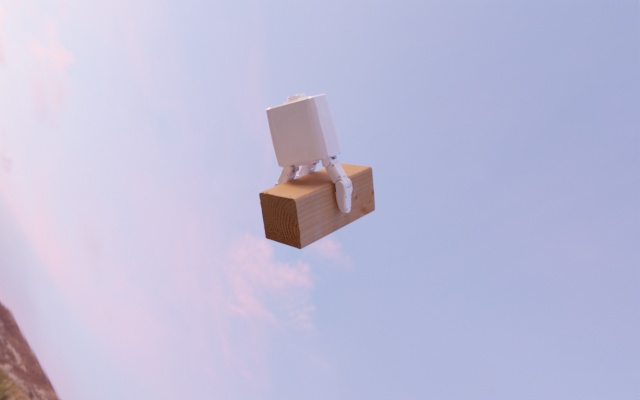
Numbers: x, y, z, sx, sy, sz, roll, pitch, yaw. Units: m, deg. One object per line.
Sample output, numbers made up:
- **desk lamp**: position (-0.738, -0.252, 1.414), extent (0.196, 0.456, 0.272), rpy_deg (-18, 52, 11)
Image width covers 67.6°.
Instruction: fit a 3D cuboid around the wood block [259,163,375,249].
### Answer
- **wood block**: position (0.000, 0.002, 0.864), extent (0.091, 0.090, 0.206), rpy_deg (11, 25, 42)
